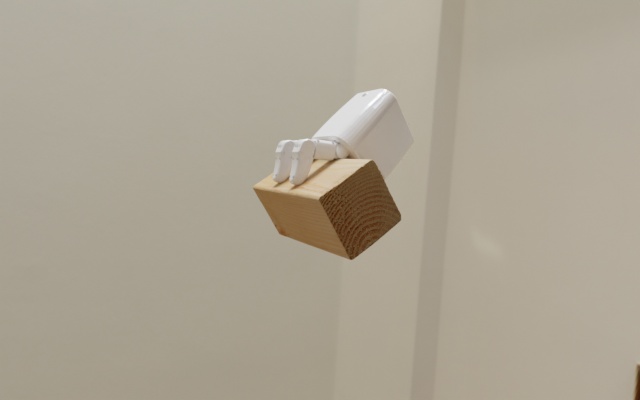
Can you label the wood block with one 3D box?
[{"bbox_3d":[0.000,0.002,0.649,0.090,0.091,0.206,-36,20,-21],"label":"wood block"}]
